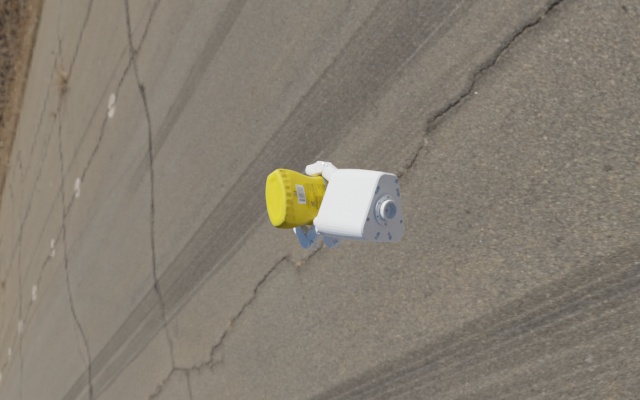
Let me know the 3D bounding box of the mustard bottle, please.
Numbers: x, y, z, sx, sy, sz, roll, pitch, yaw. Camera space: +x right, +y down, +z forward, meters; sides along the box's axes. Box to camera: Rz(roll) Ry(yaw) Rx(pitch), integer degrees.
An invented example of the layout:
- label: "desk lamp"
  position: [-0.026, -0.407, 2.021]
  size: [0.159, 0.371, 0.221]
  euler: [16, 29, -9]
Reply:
- label: "mustard bottle"
  position: [0.000, 0.003, 0.830]
  size: [0.191, 0.096, 0.058]
  euler: [5, -24, -38]
